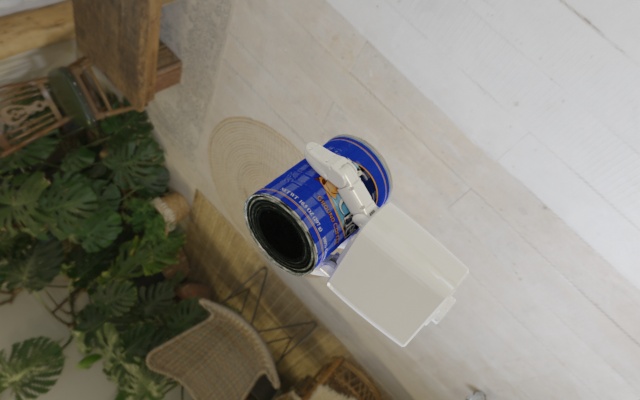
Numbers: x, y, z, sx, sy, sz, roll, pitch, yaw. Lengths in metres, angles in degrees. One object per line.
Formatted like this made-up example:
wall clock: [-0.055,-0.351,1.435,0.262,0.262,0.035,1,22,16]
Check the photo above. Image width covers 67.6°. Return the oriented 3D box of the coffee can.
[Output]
coffee can: [0.000,0.002,0.534,0.103,0.103,0.140,0,31,47]
